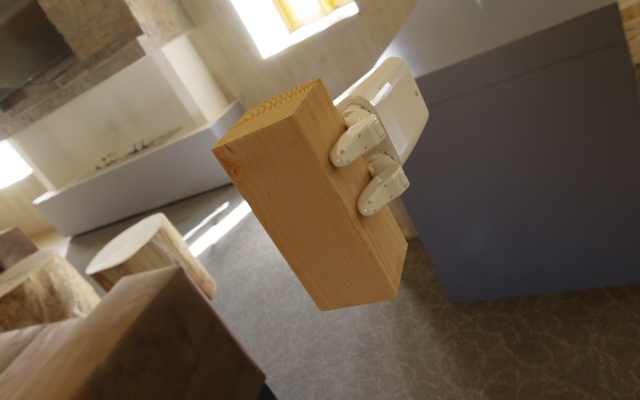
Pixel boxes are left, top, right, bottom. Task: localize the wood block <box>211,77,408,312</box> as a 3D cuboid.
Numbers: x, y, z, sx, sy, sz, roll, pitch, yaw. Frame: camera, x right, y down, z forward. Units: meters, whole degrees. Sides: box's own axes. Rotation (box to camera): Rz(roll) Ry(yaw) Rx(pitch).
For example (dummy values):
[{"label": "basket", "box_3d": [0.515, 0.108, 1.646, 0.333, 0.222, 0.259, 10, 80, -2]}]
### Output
[{"label": "wood block", "box_3d": [0.000, 0.001, 0.471, 0.091, 0.206, 0.090, -17, 28, 29]}]
